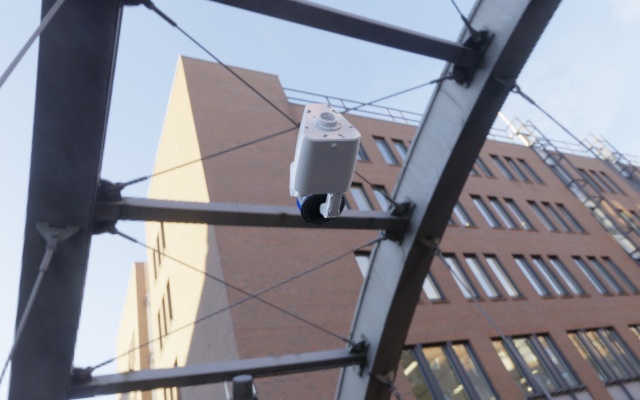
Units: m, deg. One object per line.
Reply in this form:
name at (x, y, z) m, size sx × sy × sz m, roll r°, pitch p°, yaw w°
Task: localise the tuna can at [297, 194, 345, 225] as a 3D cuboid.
tuna can at (0.000, 0.003, 0.880) m, size 0.086 × 0.086 × 0.033 m, roll 0°, pitch 39°, yaw -23°
